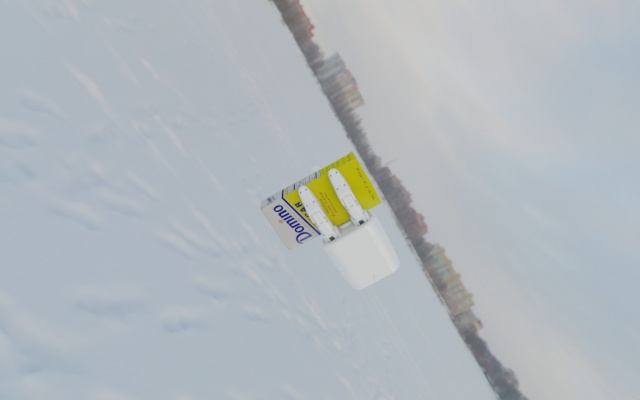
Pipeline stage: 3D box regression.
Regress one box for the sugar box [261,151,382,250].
[{"bbox_3d":[0.000,0.003,0.785,0.176,0.093,0.048,-30,21,7],"label":"sugar box"}]
